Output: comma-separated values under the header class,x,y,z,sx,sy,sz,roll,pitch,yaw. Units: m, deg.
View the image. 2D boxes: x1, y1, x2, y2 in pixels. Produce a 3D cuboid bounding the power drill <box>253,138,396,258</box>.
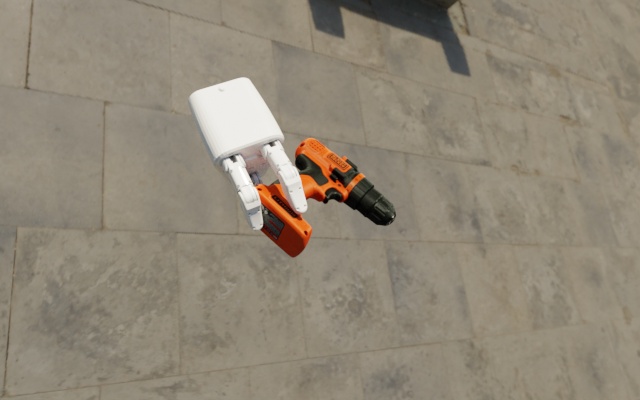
class,x,y,z,sx,sy,sz,roll,pitch,yaw
power drill,0.000,0.002,0.677,0.184,0.057,0.187,39,42,13
